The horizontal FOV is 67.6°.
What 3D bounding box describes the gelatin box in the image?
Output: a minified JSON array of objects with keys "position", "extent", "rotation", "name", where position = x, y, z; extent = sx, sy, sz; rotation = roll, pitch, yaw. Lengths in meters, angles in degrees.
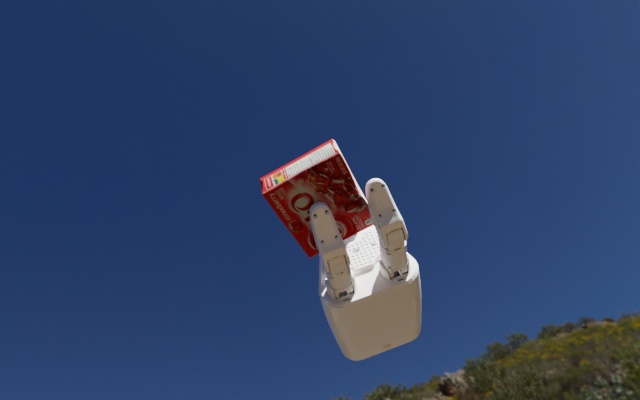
[{"position":[0.000,0.001,0.423],"extent":[0.073,0.089,0.030],"rotation":[-28,36,6],"name":"gelatin box"}]
